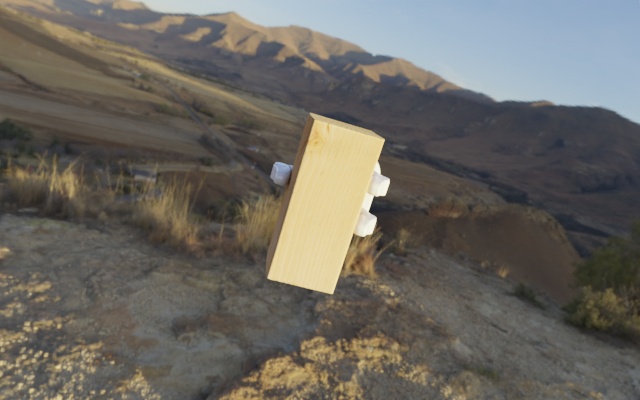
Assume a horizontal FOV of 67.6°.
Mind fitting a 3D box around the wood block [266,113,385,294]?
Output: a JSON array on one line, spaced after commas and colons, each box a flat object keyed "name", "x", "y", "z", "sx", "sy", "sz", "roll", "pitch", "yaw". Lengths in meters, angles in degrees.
[{"name": "wood block", "x": 0.000, "y": 0.002, "z": 0.617, "sx": 0.091, "sy": 0.206, "sz": 0.090, "roll": 15, "pitch": 13, "yaw": -9}]
